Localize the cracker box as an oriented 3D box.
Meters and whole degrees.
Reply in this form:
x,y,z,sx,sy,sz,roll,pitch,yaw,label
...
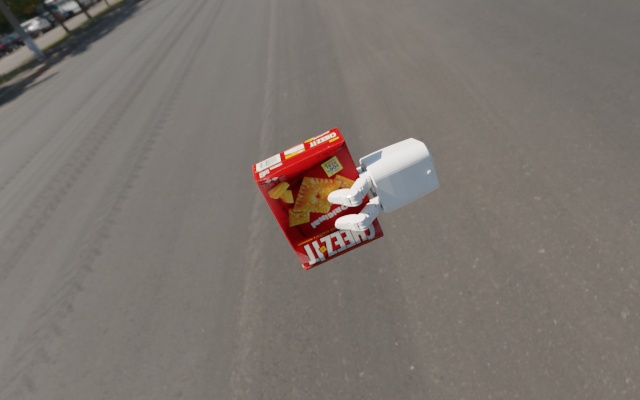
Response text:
x,y,z,sx,sy,sz,roll,pitch,yaw,label
0.000,0.003,0.846,0.164,0.214,0.072,-24,31,3,cracker box
